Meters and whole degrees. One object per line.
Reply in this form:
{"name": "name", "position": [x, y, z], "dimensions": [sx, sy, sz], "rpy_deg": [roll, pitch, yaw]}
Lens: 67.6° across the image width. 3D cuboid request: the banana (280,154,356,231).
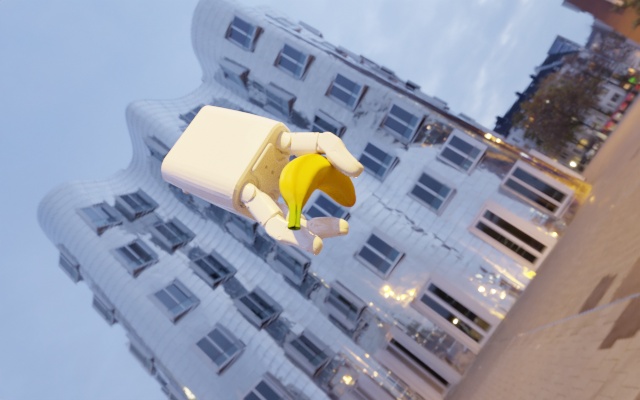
{"name": "banana", "position": [-0.001, -0.016, 0.521], "dimensions": [0.037, 0.069, 0.198], "rpy_deg": [2, 7, 21]}
